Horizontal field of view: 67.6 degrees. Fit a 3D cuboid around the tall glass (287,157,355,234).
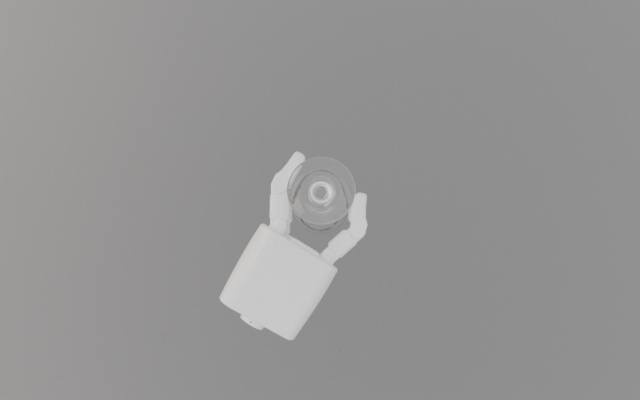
[{"bbox_3d":[0.000,0.002,0.613,0.079,0.079,0.201,0,-7,0],"label":"tall glass"}]
